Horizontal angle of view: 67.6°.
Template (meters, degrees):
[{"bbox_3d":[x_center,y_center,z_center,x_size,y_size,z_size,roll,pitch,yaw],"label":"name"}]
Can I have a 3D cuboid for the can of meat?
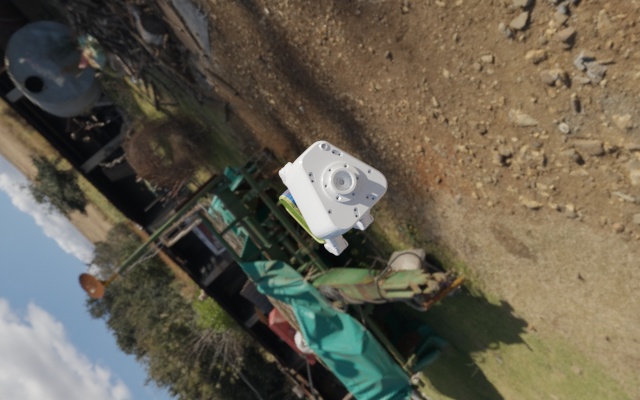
[{"bbox_3d":[0.000,0.003,0.722,0.084,0.102,0.057,-45,6,-14],"label":"can of meat"}]
